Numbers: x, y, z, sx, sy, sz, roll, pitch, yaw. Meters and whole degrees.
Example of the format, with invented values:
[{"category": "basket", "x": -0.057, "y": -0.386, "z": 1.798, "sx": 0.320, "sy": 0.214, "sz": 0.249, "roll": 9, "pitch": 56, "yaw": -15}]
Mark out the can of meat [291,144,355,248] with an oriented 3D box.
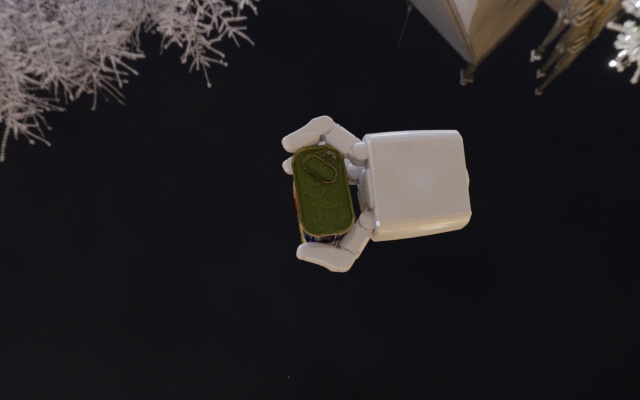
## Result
[{"category": "can of meat", "x": 0.000, "y": 0.002, "z": 0.538, "sx": 0.057, "sy": 0.102, "sz": 0.084, "roll": -8, "pitch": -19, "yaw": -6}]
